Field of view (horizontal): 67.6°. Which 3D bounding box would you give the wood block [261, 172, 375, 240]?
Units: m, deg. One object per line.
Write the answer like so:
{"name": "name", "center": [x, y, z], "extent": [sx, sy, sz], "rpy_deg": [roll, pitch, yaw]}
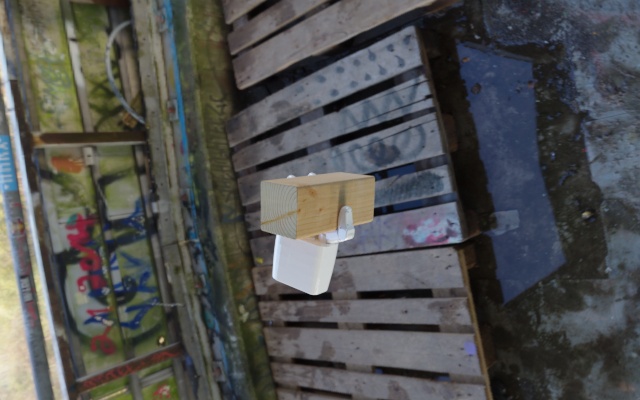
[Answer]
{"name": "wood block", "center": [0.000, 0.003, 0.866], "extent": [0.091, 0.090, 0.206], "rpy_deg": [12, 15, 42]}
